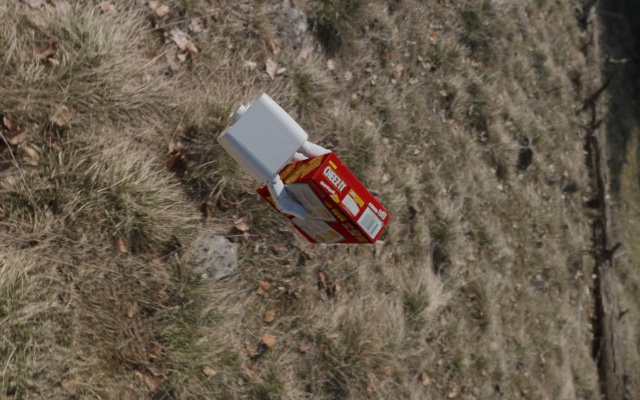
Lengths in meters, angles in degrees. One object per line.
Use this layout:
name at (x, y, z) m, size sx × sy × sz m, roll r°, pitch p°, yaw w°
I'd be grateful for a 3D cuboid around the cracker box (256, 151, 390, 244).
cracker box at (0.000, 0.003, 0.874) m, size 0.164 × 0.072 × 0.214 m, roll 45°, pitch -25°, yaw -21°
